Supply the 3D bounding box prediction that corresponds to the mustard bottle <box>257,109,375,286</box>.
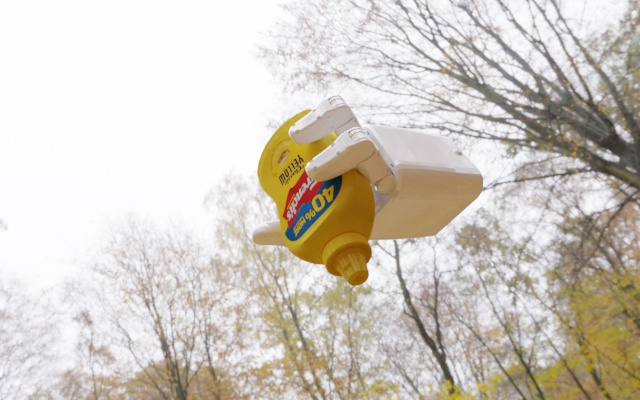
[{"bbox_3d":[0.000,0.001,0.442,0.058,0.096,0.191,27,25,-40],"label":"mustard bottle"}]
